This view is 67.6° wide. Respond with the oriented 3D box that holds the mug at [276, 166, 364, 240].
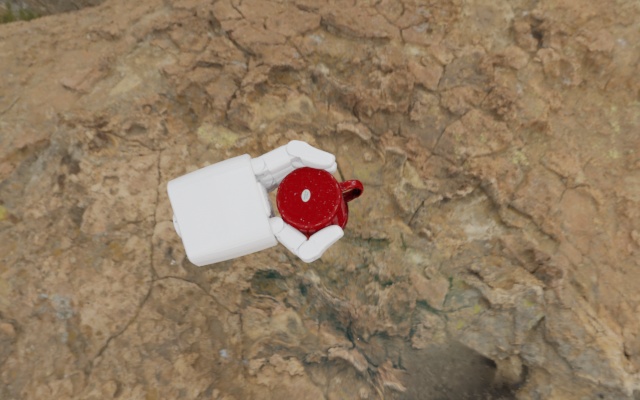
[{"bbox_3d":[0.001,0.002,0.613,0.117,0.093,0.081,-19,-17,0],"label":"mug"}]
